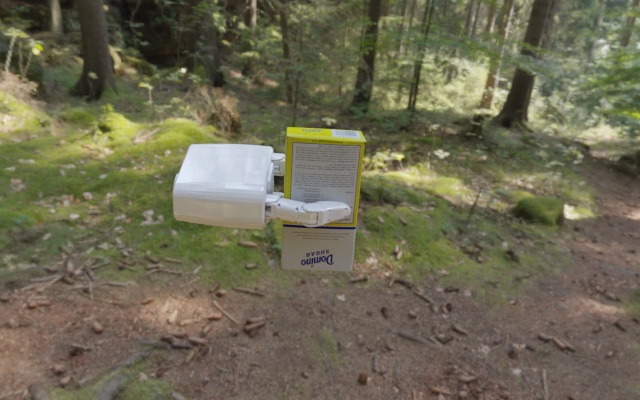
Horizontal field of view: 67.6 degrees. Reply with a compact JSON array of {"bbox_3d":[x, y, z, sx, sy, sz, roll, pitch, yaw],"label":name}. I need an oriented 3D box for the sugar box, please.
[{"bbox_3d":[0.000,0.002,0.590,0.093,0.176,0.048,3,25,-4],"label":"sugar box"}]
